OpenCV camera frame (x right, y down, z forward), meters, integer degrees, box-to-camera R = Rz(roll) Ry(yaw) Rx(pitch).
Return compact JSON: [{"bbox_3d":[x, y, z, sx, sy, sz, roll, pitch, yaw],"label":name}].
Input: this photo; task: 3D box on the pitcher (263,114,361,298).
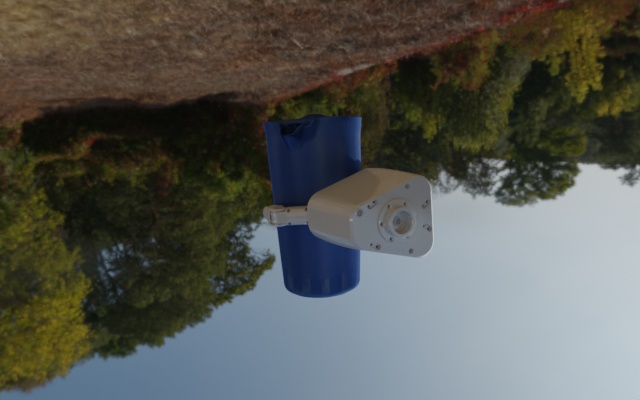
[{"bbox_3d":[0.000,0.002,0.672,0.149,0.243,0.145,-7,8,-24],"label":"pitcher"}]
